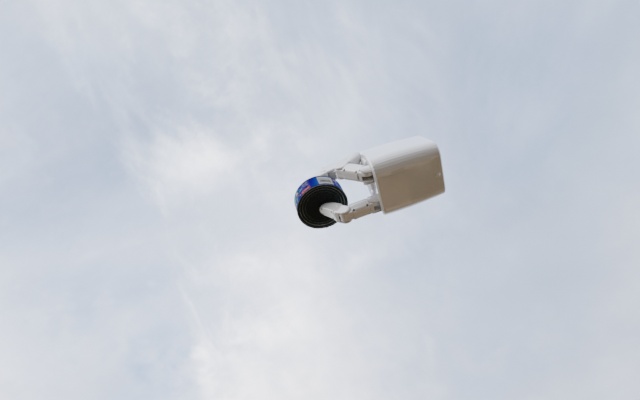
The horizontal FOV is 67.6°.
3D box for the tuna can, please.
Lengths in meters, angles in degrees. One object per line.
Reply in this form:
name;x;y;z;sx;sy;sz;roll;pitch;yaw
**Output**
tuna can;0.000;0.002;0.791;0.086;0.086;0.033;0;32;-16
